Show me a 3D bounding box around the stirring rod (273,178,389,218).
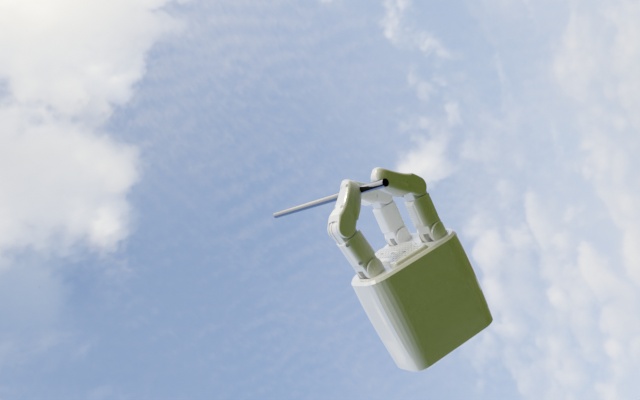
[{"bbox_3d":[0.000,0.002,0.546,0.011,0.011,0.239,0,-9,-30],"label":"stirring rod"}]
